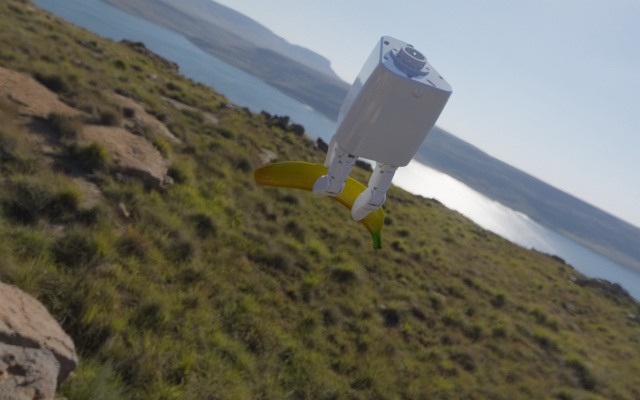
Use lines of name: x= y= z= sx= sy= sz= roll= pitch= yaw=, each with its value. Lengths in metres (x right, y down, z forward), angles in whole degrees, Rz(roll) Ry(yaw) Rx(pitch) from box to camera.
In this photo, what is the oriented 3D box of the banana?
banana: x=0.010 y=-0.011 z=0.638 sx=0.198 sy=0.069 sz=0.037 roll=29 pitch=-30 yaw=-4
